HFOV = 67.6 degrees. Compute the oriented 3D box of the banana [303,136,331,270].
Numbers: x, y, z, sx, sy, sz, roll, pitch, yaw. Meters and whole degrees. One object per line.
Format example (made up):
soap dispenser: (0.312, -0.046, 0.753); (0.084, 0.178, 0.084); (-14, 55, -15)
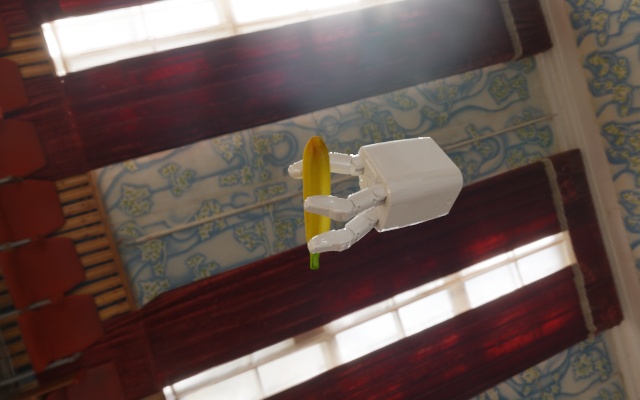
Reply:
banana: (-0.003, -0.005, 0.631); (0.037, 0.198, 0.069); (-6, 33, -7)
